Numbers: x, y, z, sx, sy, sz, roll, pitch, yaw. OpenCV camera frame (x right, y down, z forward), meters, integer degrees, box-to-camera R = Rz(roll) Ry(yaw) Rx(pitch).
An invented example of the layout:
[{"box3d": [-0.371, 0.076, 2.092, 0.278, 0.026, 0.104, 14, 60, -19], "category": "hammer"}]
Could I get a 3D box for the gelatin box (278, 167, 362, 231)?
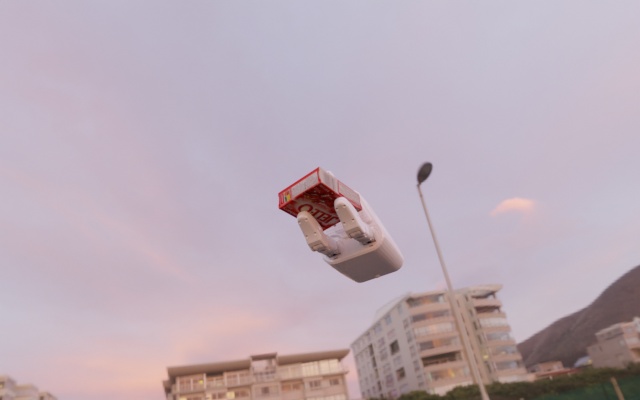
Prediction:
[{"box3d": [0.000, 0.002, 0.631, 0.073, 0.030, 0.089, -30, -43, 28], "category": "gelatin box"}]
